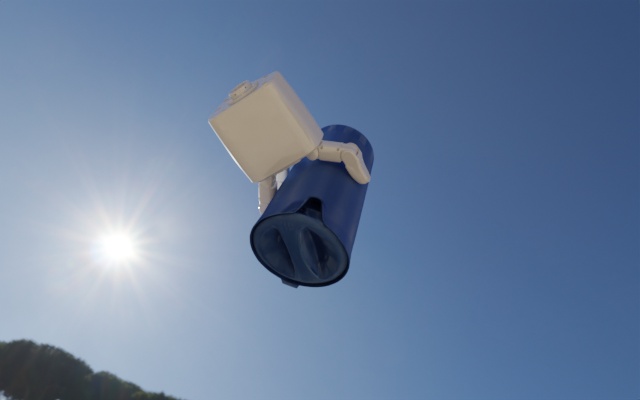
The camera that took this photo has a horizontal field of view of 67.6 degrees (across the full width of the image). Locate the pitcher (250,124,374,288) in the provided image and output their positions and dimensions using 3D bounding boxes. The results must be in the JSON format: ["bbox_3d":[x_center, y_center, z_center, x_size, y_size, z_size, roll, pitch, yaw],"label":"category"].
[{"bbox_3d":[0.000,0.002,0.696,0.149,0.145,0.242,-19,30,32],"label":"pitcher"}]
